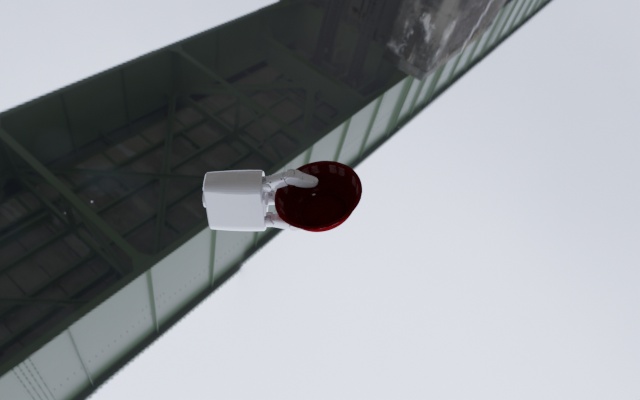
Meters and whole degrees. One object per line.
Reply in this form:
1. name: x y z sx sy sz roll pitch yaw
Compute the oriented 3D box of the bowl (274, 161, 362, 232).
1. bowl: 0.001 0.003 0.873 0.162 0.162 0.055 0 -39 16
